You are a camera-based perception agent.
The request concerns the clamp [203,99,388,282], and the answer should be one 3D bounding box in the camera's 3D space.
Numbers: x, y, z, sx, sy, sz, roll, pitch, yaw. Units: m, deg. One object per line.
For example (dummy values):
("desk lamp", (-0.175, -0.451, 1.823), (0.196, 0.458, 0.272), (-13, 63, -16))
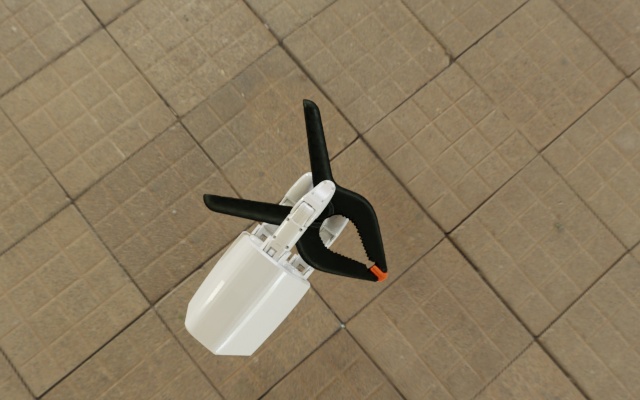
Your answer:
("clamp", (0.000, 0.002, 0.520), (0.210, 0.164, 0.036), (39, -3, 5))
